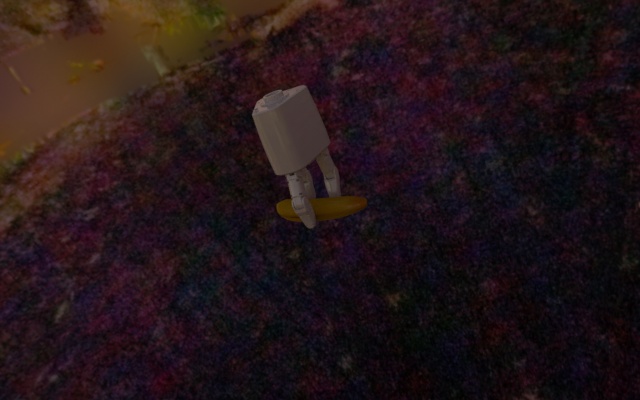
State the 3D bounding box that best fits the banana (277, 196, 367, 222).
[{"bbox_3d":[-0.014,0.011,0.815,0.198,0.037,0.069,0,26,44],"label":"banana"}]
